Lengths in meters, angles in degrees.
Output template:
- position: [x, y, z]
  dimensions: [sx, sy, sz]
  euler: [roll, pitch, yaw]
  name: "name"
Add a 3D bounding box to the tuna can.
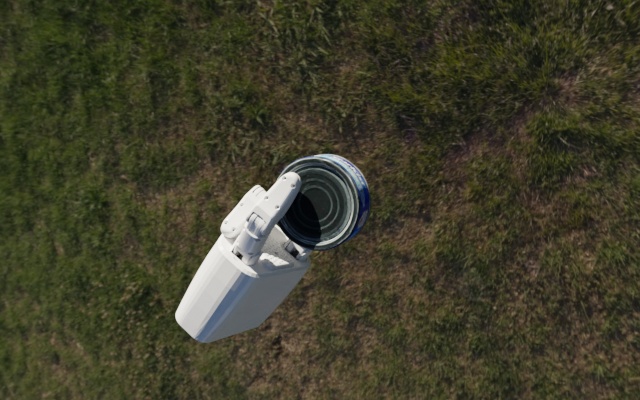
- position: [0.000, 0.001, 0.432]
  dimensions: [0.086, 0.086, 0.034]
  euler: [0, 7, 22]
  name: "tuna can"
